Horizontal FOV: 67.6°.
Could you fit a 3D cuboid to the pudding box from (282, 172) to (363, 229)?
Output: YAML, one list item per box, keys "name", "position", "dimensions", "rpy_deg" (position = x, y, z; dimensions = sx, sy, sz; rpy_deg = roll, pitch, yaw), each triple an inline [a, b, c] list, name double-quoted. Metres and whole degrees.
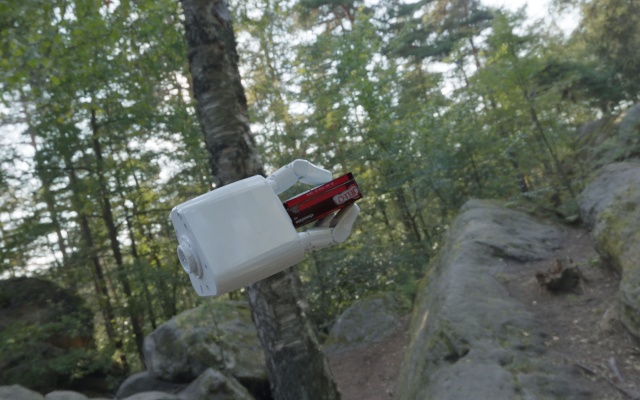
- name: "pudding box"
  position: [0.000, 0.002, 0.595]
  dimensions: [0.090, 0.039, 0.113]
  rpy_deg: [-24, 1, -3]
